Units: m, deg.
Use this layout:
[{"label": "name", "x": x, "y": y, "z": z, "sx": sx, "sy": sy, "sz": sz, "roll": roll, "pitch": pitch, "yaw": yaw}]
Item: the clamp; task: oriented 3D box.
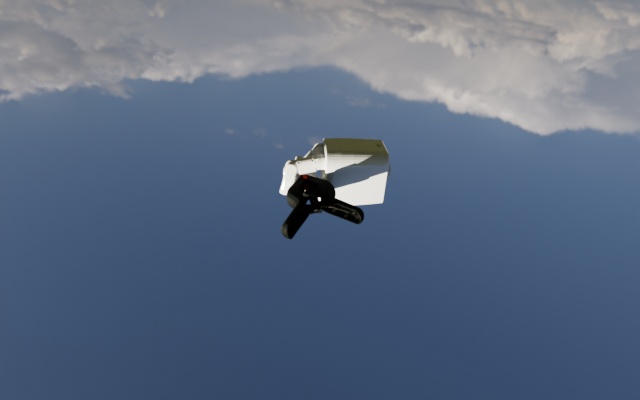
[{"label": "clamp", "x": 0.000, "y": 0.003, "z": 0.742, "sx": 0.120, "sy": 0.039, "sz": 0.171, "roll": -3, "pitch": 30, "yaw": -2}]
